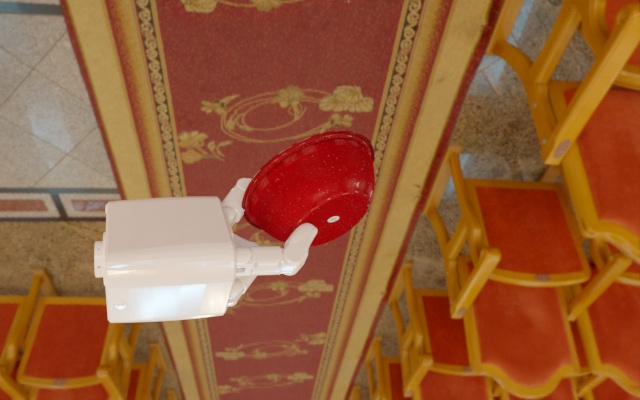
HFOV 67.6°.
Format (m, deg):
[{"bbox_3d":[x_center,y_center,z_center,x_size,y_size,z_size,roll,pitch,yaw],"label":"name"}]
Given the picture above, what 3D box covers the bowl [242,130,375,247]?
[{"bbox_3d":[0.001,0.002,0.516,0.162,0.055,0.162,-23,-30,-14],"label":"bowl"}]
